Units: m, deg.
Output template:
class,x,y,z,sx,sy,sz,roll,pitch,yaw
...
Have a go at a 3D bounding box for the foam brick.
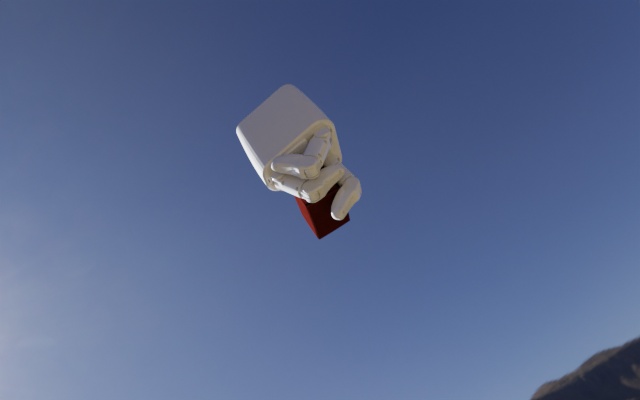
class,x,y,z,sx,sy,sz,roll,pitch,yaw
foam brick,0.000,0.002,0.638,0.053,0.051,0.078,-30,-39,-9
